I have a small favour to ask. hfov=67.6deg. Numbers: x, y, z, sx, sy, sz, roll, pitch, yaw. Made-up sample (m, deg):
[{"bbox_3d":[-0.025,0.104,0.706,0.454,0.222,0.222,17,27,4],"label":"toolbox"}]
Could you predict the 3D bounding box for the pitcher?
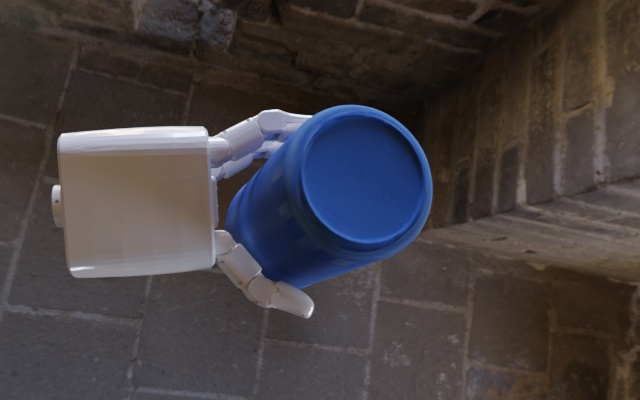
[{"bbox_3d":[0.000,0.001,0.425,0.145,0.149,0.243,-2,-11,-18],"label":"pitcher"}]
